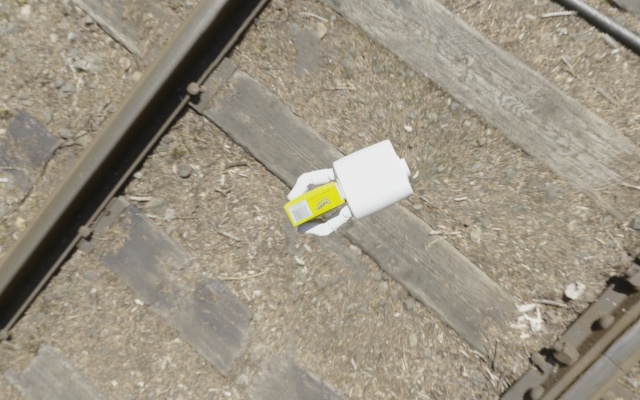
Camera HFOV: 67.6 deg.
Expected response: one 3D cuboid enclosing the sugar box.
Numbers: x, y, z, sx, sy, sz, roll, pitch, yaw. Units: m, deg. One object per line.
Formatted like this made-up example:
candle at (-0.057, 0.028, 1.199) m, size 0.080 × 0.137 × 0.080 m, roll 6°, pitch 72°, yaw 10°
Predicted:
sugar box at (0.000, 0.003, 0.856) m, size 0.093 × 0.048 × 0.176 m, roll -25°, pitch -3°, yaw 9°
